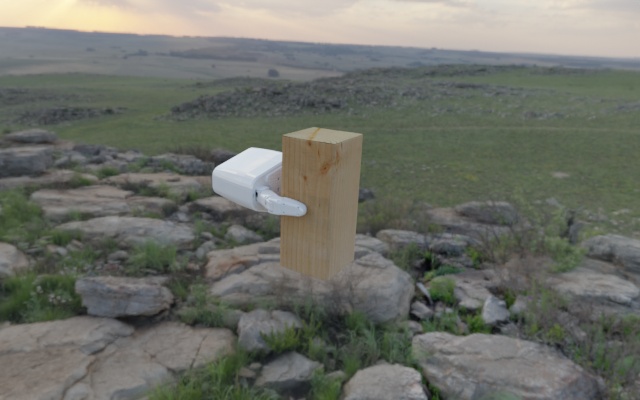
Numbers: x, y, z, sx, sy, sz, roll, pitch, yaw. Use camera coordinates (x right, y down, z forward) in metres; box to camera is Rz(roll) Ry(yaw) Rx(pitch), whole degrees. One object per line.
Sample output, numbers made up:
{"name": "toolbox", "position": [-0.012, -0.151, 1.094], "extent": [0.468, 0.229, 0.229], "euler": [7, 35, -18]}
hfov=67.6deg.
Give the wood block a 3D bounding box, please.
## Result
{"name": "wood block", "position": [0.000, 0.002, 0.724], "extent": [0.090, 0.206, 0.091], "euler": [13, 22, 29]}
